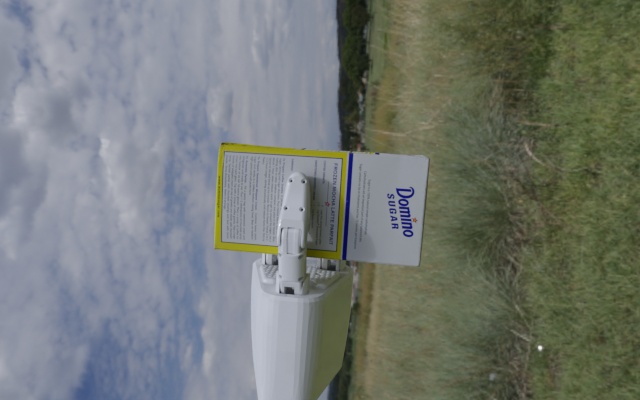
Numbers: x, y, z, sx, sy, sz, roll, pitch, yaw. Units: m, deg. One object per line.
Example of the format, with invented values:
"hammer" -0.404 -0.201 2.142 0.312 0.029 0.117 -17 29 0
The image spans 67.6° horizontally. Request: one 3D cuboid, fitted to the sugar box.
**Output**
"sugar box" 0.000 0.001 0.413 0.176 0.093 0.048 5 8 4
